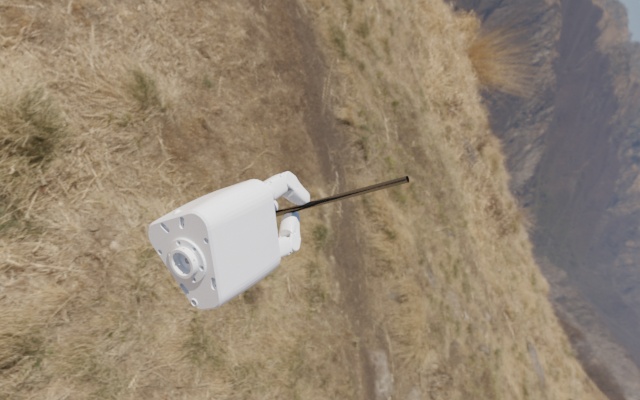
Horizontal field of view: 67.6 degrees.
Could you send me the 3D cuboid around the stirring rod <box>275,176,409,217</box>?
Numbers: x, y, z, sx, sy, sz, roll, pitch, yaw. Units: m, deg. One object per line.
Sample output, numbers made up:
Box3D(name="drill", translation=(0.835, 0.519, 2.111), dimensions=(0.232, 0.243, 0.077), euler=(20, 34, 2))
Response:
Box3D(name="stirring rod", translation=(0.000, 0.002, 0.599), dimensions=(0.239, 0.011, 0.011), euler=(-15, -8, 33))
